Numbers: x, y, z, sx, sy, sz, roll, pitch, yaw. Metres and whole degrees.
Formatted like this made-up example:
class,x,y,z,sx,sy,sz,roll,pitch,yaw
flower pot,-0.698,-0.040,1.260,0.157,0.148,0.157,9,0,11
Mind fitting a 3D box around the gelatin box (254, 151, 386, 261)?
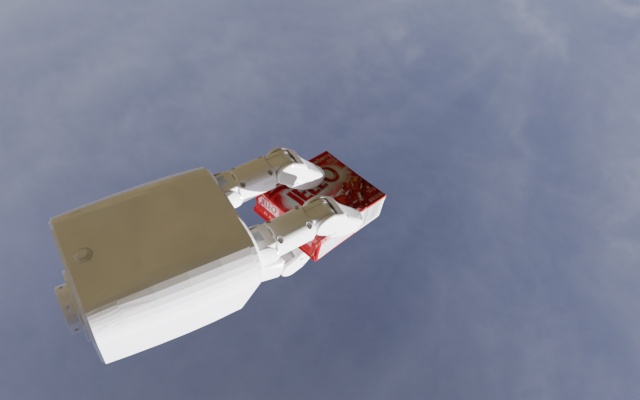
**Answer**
class,x,y,z,sx,sy,sz,roll,pitch,yaw
gelatin box,0.000,0.002,0.407,0.073,0.030,0.089,39,48,24
